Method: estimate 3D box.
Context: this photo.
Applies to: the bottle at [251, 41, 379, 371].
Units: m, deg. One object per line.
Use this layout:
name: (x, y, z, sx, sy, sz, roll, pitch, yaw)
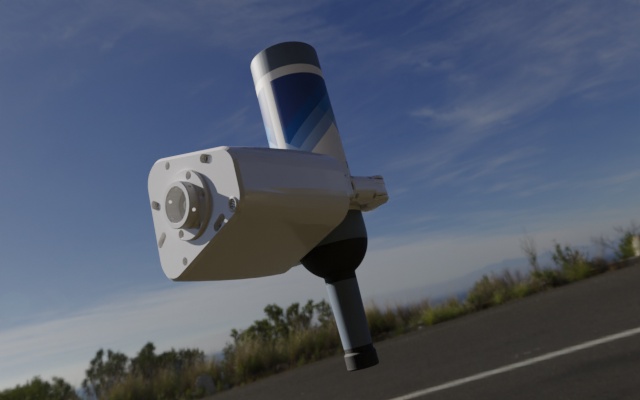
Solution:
bottle: (0.000, 0.001, 0.435, 0.069, 0.295, 0.069, -14, -14, -3)
